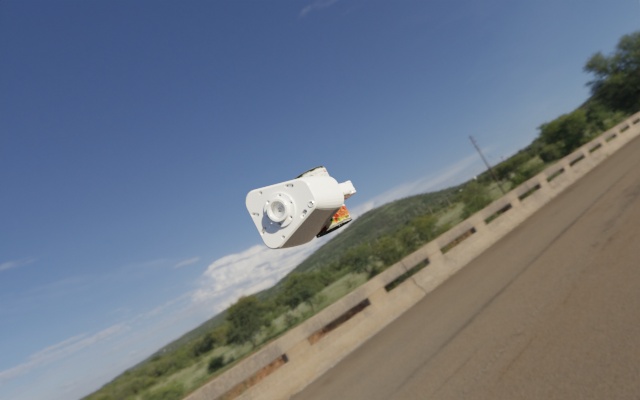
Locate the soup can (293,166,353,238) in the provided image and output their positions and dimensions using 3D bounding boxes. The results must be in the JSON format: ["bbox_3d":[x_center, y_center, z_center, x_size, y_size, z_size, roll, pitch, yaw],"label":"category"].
[{"bbox_3d":[0.000,0.002,0.796,0.068,0.102,0.068,-27,-9,-4],"label":"soup can"}]
